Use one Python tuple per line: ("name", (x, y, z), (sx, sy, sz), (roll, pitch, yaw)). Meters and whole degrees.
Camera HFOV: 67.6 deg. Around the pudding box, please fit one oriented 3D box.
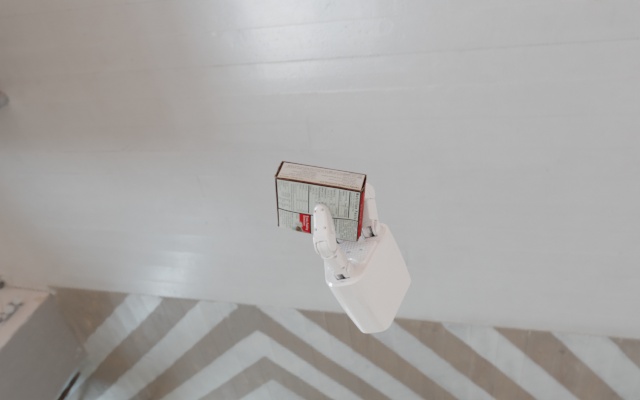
("pudding box", (0.000, 0.002, 0.612), (0.113, 0.090, 0.039), (9, 41, 8))
